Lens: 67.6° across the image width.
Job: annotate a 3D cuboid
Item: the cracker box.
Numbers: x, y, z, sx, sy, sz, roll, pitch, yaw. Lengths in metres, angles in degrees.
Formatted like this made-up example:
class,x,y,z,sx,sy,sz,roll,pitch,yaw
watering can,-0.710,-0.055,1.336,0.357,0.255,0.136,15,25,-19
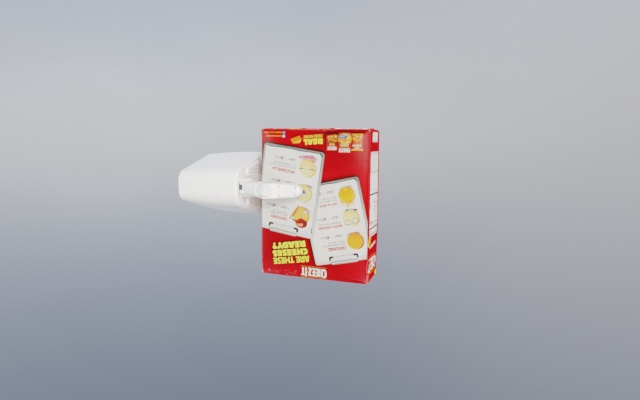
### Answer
class,x,y,z,sx,sy,sz,roll,pitch,yaw
cracker box,0.000,0.002,0.697,0.164,0.214,0.072,3,8,20
